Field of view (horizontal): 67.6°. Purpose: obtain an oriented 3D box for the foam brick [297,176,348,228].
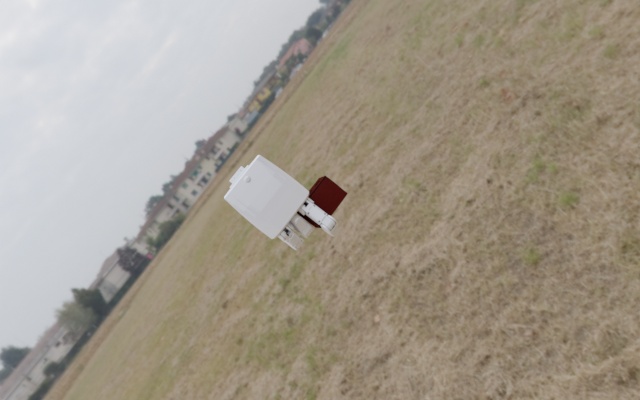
[{"bbox_3d":[0.000,0.003,0.829,0.051,0.078,0.053,39,-10,-8],"label":"foam brick"}]
